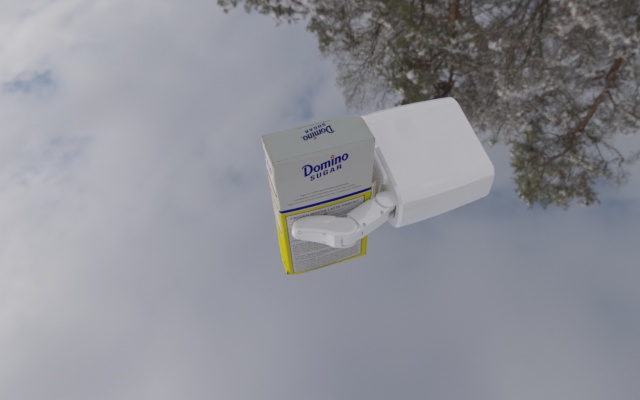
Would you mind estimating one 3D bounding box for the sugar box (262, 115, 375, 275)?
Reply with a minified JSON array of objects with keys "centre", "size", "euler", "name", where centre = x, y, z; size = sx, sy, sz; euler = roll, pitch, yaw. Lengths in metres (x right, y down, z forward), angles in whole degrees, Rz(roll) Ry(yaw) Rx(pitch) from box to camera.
[{"centre":[0.000,0.001,0.470],"size":[0.093,0.048,0.176],"euler":[-15,-41,-11],"name":"sugar box"}]
